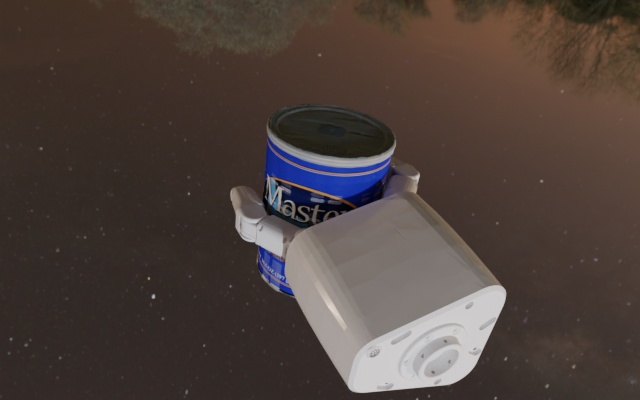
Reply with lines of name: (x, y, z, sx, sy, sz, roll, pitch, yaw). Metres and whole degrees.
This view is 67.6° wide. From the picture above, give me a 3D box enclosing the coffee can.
coffee can: (0.000, 0.001, 0.414, 0.103, 0.140, 0.102, 6, 32, -4)
